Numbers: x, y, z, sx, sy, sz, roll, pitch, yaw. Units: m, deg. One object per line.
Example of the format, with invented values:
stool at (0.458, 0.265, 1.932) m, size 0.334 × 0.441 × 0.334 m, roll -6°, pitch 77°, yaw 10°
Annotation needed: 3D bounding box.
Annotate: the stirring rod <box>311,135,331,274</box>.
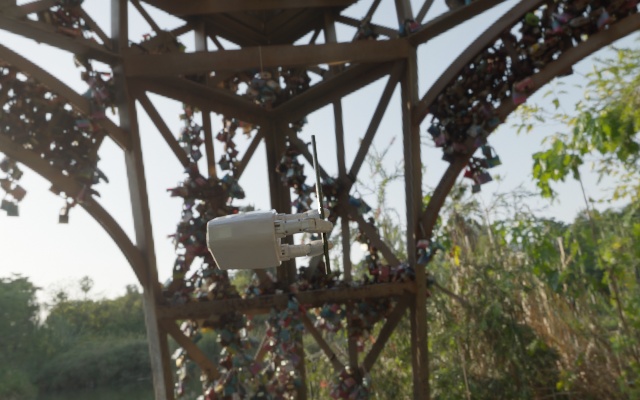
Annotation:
stirring rod at (0.000, 0.003, 0.801) m, size 0.011 × 0.239 × 0.011 m, roll -6°, pitch -14°, yaw -2°
